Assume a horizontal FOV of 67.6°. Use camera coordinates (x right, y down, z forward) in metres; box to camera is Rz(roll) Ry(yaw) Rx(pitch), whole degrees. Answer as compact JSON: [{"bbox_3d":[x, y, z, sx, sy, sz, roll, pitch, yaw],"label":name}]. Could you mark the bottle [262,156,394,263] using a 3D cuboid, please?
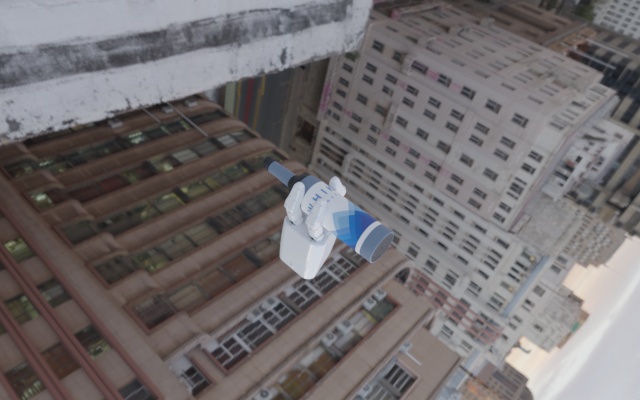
[{"bbox_3d":[0.000,0.003,0.892,0.295,0.069,0.069,36,17,25],"label":"bottle"}]
